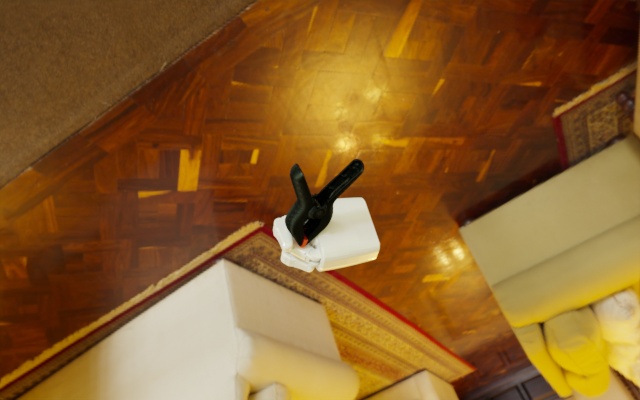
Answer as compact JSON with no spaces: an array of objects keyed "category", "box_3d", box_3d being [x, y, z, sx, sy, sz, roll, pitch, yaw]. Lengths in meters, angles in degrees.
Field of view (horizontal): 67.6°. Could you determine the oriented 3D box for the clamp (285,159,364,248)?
[{"category":"clamp","box_3d":[0.000,0.003,0.724,0.120,0.039,0.172,-9,-39,-22]}]
